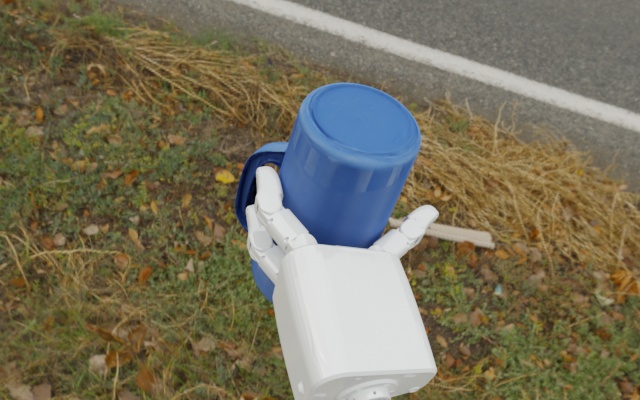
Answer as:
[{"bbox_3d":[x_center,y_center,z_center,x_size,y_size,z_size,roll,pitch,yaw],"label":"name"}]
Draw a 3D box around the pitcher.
[{"bbox_3d":[0.000,0.002,0.488,0.149,0.145,0.243,-2,-39,-18],"label":"pitcher"}]
